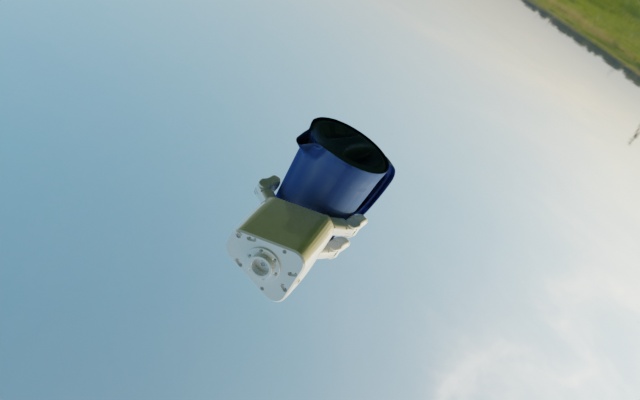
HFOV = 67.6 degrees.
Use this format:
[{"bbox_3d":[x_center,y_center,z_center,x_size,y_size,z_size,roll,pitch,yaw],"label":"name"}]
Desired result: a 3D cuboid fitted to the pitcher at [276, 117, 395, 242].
[{"bbox_3d":[0.000,0.003,0.762,0.149,0.243,0.145,35,30,4],"label":"pitcher"}]
